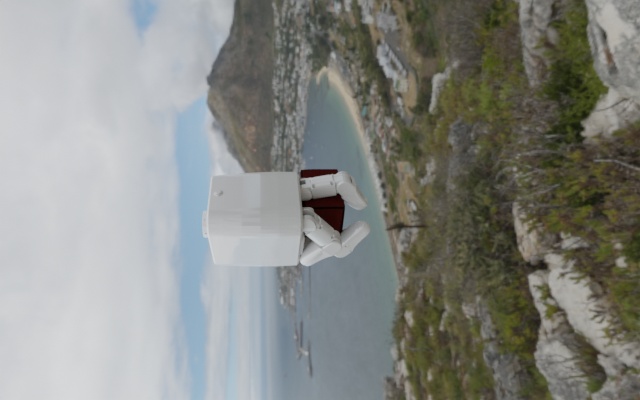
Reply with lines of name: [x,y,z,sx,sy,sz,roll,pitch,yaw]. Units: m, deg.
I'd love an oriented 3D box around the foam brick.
foam brick: [0.000,0.002,0.621,0.051,0.053,0.078,-1,41,-6]
